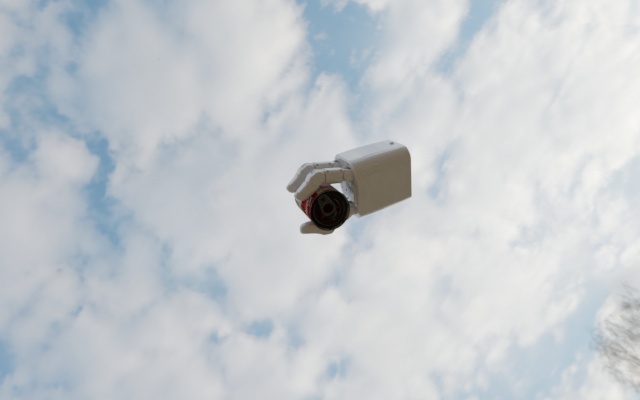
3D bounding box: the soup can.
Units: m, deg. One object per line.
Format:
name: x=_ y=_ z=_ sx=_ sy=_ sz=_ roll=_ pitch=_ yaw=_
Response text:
soup can: x=0.000 y=0.003 z=0.806 sx=0.068 sy=0.068 sz=0.102 roll=0 pitch=16 yaw=-19
